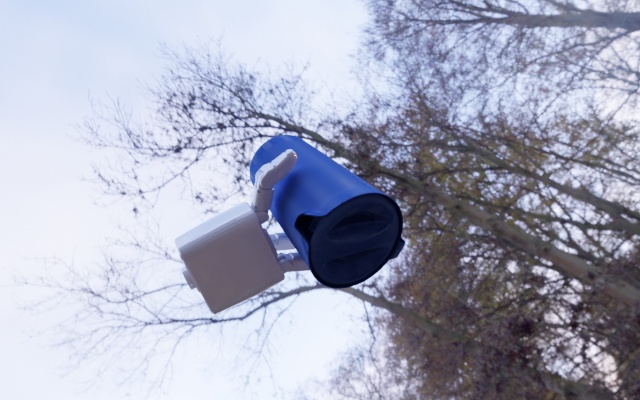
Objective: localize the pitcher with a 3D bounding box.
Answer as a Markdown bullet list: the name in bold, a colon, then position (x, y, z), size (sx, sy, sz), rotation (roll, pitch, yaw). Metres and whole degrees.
- **pitcher**: position (0.000, 0.002, 0.662), size (0.145, 0.149, 0.242), rotation (-28, 38, -14)
